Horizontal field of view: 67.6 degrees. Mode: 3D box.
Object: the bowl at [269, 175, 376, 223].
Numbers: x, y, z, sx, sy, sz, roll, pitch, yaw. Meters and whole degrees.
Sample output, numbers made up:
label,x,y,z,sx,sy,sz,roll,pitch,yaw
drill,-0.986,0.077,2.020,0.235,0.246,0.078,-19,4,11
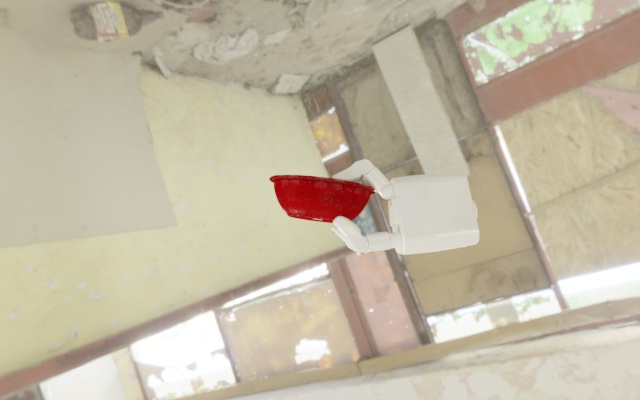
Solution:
label,x,y,z,sx,sy,sz,roll,pitch,yaw
bowl,-0.001,0.003,0.714,0.162,0.055,0.162,7,-5,1
